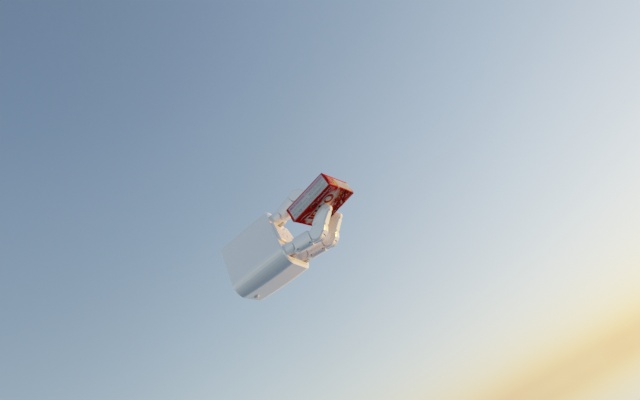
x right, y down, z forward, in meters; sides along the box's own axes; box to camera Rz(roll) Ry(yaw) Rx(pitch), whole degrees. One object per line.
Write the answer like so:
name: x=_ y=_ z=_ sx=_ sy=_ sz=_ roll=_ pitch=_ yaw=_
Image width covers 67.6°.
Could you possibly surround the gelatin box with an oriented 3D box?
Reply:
gelatin box: x=0.000 y=0.002 z=0.770 sx=0.089 sy=0.030 sz=0.073 roll=-47 pitch=-33 yaw=18
